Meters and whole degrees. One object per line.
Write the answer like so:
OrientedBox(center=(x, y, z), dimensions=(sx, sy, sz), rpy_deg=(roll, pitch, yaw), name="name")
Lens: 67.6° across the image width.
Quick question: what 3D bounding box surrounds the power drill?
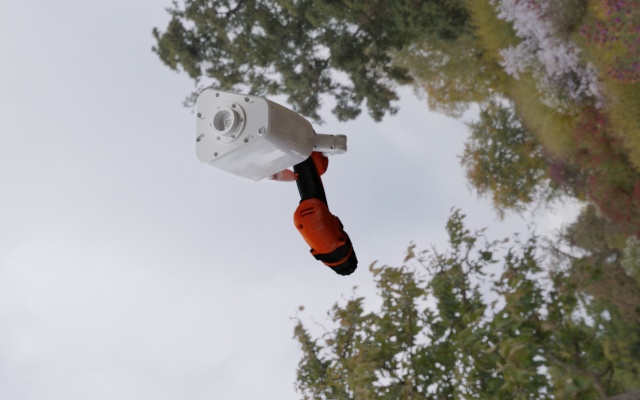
OrientedBox(center=(0.000, 0.002, 0.679), dimensions=(0.057, 0.187, 0.184), rpy_deg=(-20, -33, 7), name="power drill")
